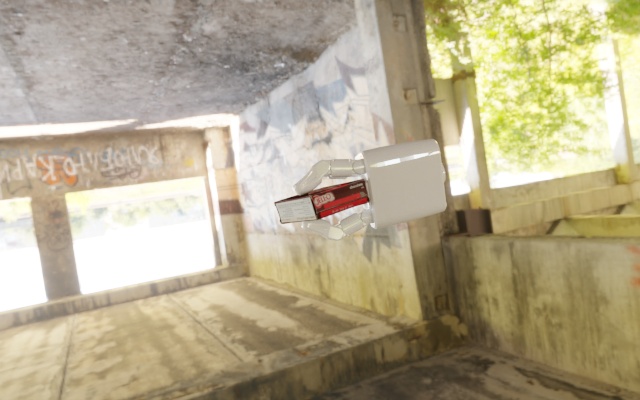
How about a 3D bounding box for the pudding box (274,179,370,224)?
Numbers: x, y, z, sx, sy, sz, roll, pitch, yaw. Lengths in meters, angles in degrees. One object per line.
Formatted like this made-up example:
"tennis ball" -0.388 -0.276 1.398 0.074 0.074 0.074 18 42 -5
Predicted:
"pudding box" 0.000 0.002 0.669 0.090 0.039 0.113 -16 2 -31
